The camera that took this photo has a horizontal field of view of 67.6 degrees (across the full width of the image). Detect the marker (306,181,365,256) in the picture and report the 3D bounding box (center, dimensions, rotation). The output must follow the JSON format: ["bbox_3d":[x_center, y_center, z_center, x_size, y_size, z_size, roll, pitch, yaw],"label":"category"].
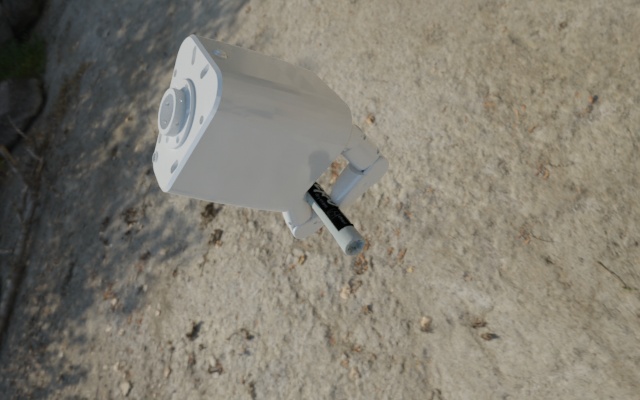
[{"bbox_3d":[0.000,0.001,0.411,0.020,0.020,0.121,0,35,-33],"label":"marker"}]
